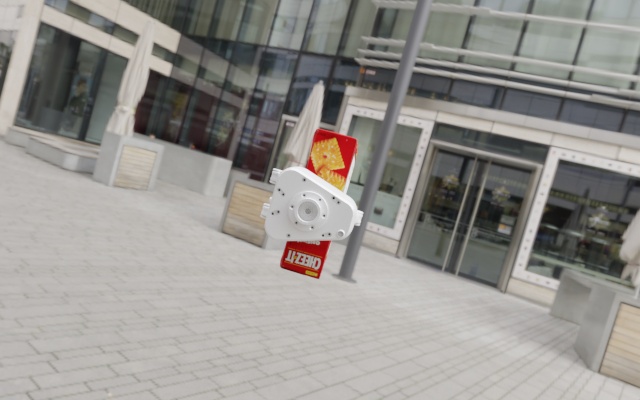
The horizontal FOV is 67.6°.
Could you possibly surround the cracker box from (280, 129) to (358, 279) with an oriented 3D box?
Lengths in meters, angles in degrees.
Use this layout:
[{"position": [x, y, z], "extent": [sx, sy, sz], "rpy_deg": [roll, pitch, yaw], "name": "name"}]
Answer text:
[{"position": [0.000, 0.002, 0.773], "extent": [0.072, 0.213, 0.164], "rpy_deg": [16, 2, 3], "name": "cracker box"}]
